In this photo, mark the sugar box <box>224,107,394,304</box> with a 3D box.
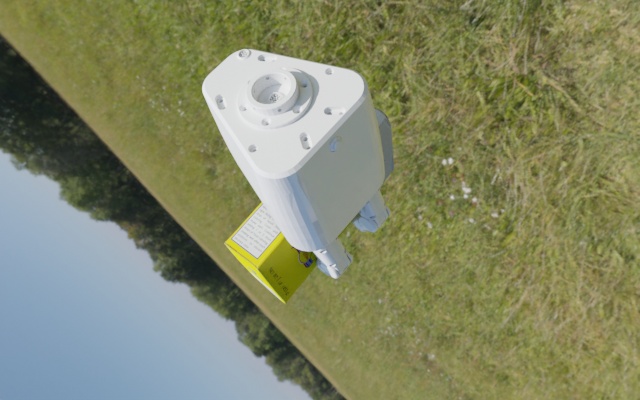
[{"bbox_3d":[0.000,0.002,0.434,0.048,0.176,0.093,35,-16,26],"label":"sugar box"}]
